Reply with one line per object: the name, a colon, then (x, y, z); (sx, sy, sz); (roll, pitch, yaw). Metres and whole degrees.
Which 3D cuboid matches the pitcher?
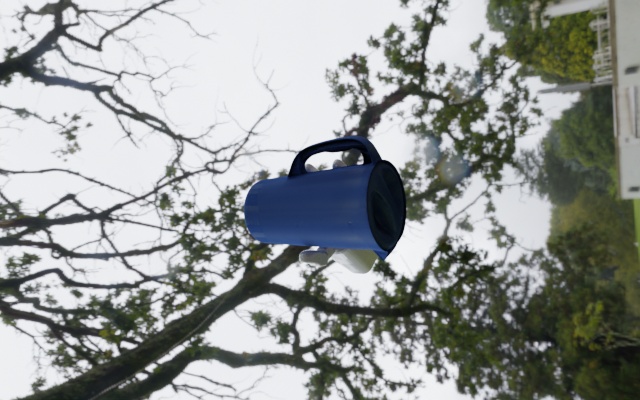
pitcher: (0.000, 0.003, 0.745); (0.243, 0.149, 0.145); (-3, -29, 33)
